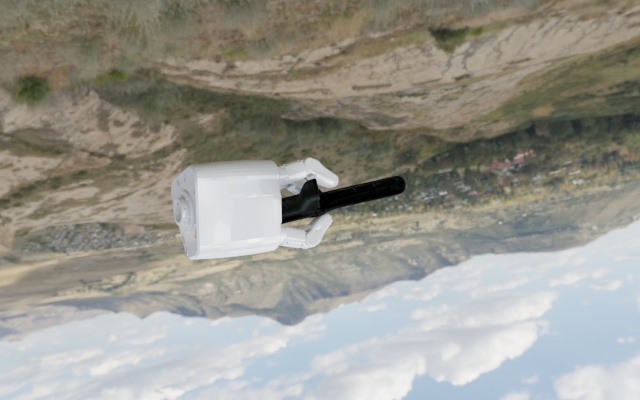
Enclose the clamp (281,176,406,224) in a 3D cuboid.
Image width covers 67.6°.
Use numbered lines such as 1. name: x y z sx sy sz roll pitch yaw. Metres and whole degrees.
1. clamp: 0.000 0.003 0.649 0.164 0.036 0.210 -4 -10 -35
